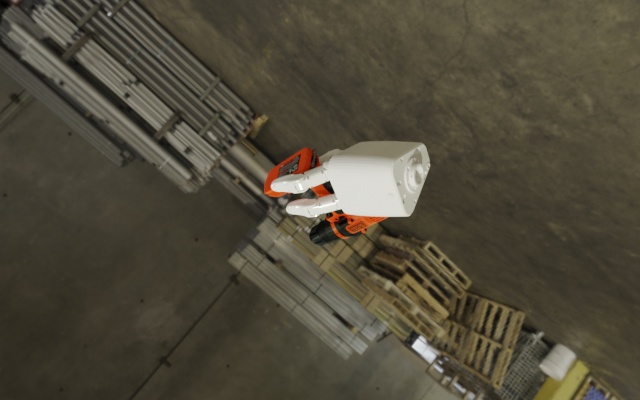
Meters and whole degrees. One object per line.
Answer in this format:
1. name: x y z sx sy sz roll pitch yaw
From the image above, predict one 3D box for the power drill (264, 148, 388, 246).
1. power drill: 0.000 0.002 0.802 0.188 0.057 0.184 33 -45 -31
